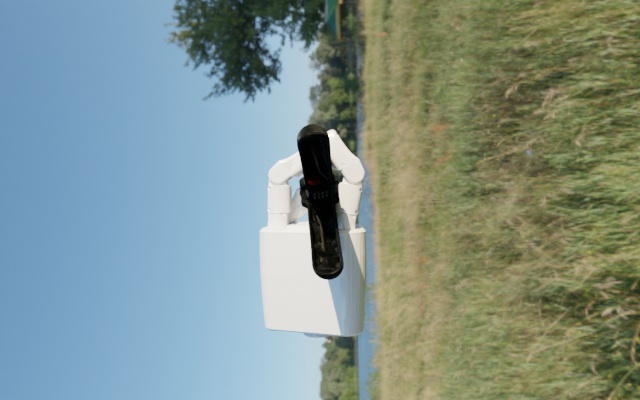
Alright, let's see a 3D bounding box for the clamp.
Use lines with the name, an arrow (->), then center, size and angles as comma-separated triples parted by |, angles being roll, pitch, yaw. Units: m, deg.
clamp -> -0.001, 0.001, 0.433 | 0.039, 0.120, 0.171 | -1, 1, 2
